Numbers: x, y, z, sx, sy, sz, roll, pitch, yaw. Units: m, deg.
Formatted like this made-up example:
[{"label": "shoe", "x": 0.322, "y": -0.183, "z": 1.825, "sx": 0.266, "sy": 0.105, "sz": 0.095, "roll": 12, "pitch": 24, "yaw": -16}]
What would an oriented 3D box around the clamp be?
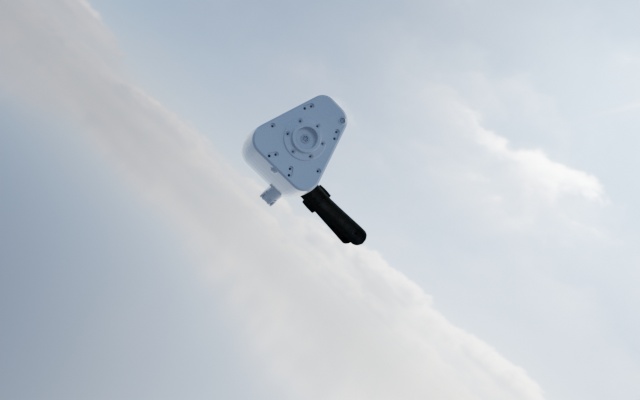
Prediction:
[{"label": "clamp", "x": 0.000, "y": 0.002, "z": 0.667, "sx": 0.171, "sy": 0.039, "sz": 0.120, "roll": 45, "pitch": -12, "yaw": -9}]
